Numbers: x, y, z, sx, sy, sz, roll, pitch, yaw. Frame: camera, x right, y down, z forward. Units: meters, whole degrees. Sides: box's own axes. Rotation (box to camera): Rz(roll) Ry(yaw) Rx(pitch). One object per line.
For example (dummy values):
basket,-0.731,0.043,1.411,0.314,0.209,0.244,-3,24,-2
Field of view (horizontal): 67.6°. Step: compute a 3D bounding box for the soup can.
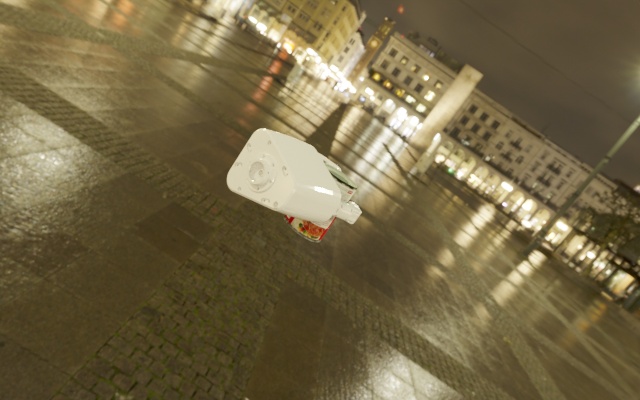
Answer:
soup can,0.001,0.002,0.718,0.068,0.102,0.068,33,13,-8
